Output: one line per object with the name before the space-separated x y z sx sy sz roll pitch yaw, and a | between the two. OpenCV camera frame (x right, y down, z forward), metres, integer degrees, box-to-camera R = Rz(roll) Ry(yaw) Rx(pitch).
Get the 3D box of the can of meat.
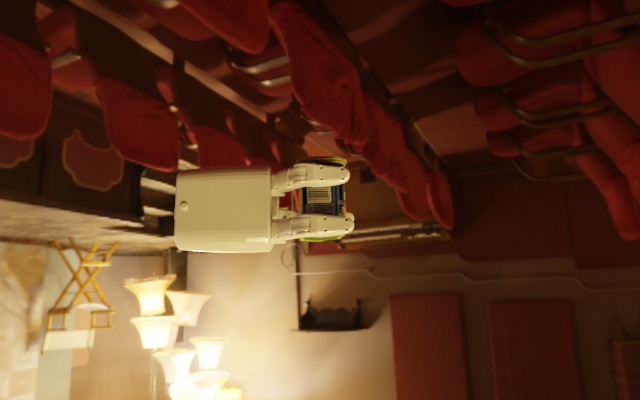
can of meat | 0.000 0.002 0.568 0.057 0.084 0.102 0 -12 -4
